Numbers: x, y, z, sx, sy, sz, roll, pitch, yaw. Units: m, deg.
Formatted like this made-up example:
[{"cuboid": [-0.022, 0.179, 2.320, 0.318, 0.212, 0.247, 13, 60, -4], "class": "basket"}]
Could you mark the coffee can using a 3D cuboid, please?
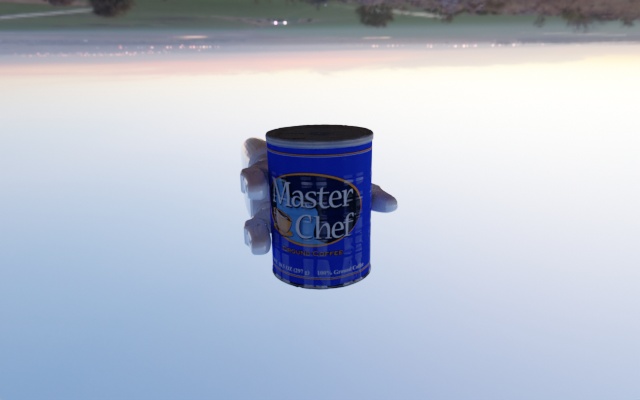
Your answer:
[{"cuboid": [0.000, 0.001, 0.471, 0.103, 0.140, 0.102, -1, 17, 0], "class": "coffee can"}]
